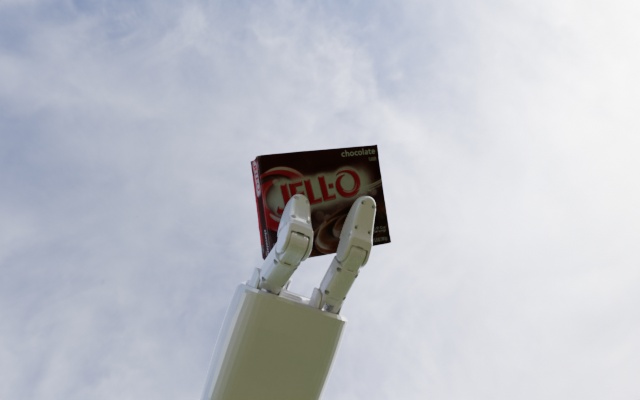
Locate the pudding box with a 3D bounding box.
[{"bbox_3d":[0.000,0.001,0.420,0.113,0.090,0.039,-8,0,-22],"label":"pudding box"}]
